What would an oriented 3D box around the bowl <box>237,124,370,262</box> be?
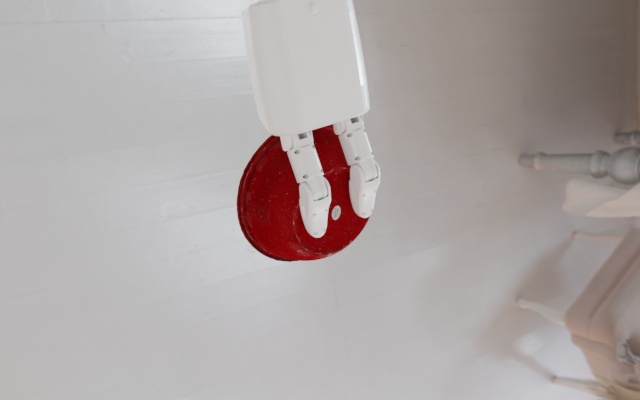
[{"bbox_3d":[0.001,0.003,0.485,0.162,0.162,0.055,0,22,-34],"label":"bowl"}]
